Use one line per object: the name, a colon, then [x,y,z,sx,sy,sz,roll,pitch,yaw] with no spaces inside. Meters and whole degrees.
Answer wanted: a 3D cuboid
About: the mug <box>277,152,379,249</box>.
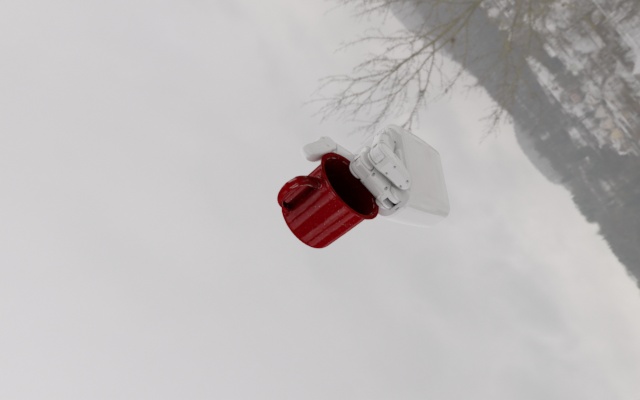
mug: [-0.001,0.002,0.555,0.081,0.093,0.117,-39,-35,29]
